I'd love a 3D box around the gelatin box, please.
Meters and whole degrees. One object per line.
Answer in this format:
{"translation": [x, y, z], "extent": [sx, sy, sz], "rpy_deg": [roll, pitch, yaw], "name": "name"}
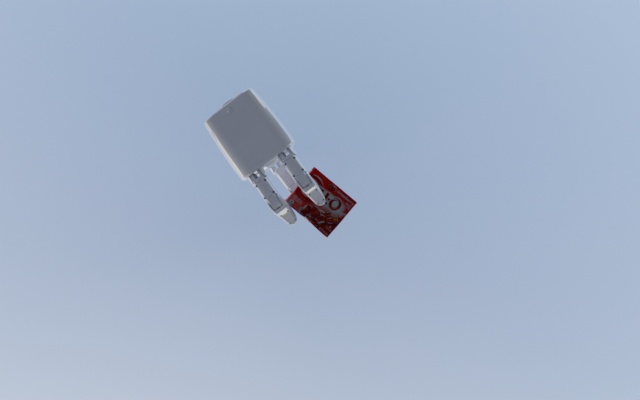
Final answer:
{"translation": [0.000, 0.003, 0.753], "extent": [0.089, 0.073, 0.030], "rpy_deg": [41, -2, -3], "name": "gelatin box"}
